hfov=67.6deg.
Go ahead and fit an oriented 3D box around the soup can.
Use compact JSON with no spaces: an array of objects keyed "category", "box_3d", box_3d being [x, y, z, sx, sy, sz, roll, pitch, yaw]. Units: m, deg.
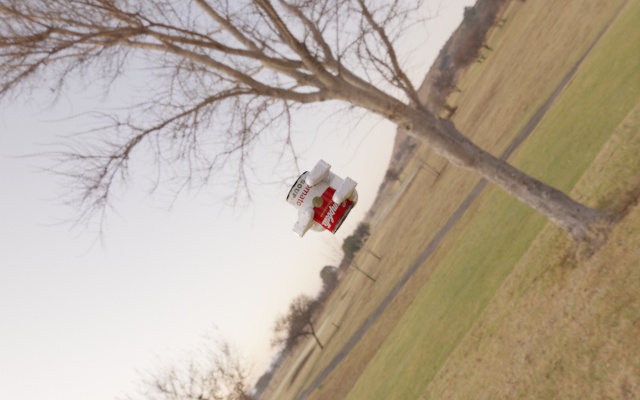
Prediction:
[{"category":"soup can","box_3d":[0.000,0.003,0.825,0.102,0.068,0.068,34,5,8]}]
